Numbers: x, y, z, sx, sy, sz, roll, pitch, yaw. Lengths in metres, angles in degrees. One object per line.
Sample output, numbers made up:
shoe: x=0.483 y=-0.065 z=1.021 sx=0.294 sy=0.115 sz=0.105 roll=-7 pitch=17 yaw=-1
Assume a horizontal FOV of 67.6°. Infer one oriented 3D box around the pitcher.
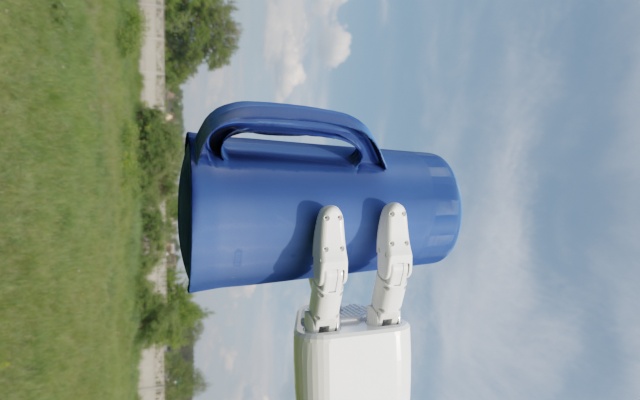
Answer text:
pitcher: x=0.000 y=0.002 z=0.423 sx=0.243 sy=0.145 sz=0.149 roll=-1 pitch=-1 yaw=-18
